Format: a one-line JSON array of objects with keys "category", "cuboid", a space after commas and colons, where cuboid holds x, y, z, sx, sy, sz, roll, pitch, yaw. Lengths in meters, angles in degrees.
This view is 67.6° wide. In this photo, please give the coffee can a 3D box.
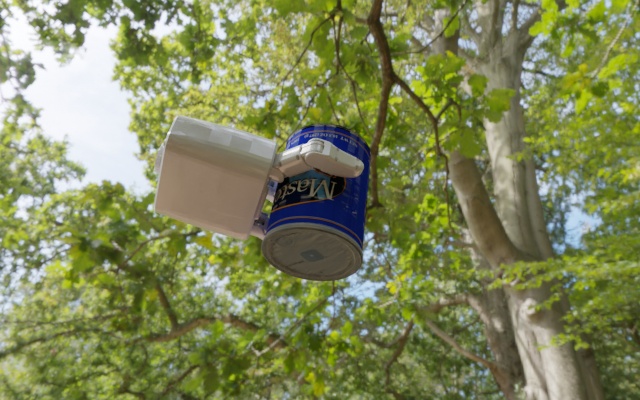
[{"category": "coffee can", "cuboid": [0.000, 0.002, 0.519, 0.103, 0.140, 0.103, 6, -37, 5]}]
